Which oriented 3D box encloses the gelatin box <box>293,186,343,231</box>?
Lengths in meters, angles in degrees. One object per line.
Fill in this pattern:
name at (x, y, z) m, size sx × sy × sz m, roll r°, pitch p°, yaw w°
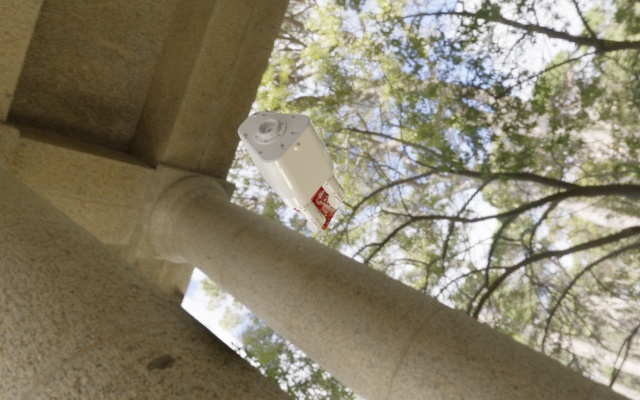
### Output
gelatin box at (0.000, 0.003, 0.805) m, size 0.030 × 0.073 × 0.089 m, roll 28°, pitch -8°, yaw 31°
